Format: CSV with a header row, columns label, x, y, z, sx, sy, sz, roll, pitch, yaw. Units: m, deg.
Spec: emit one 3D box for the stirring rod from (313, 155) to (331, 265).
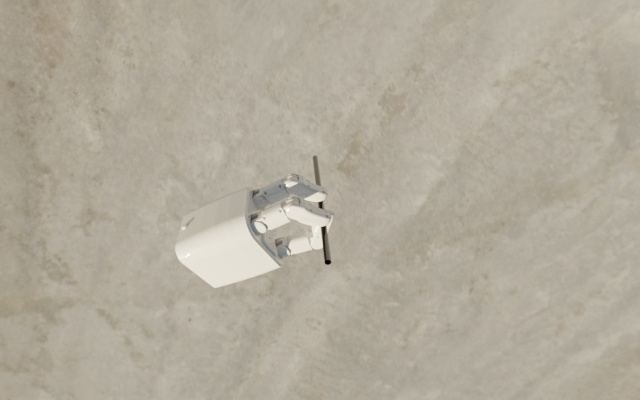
label,x,y,z,sx,sy,sz,roll,pitch,yaw
stirring rod,0.000,0.002,0.647,0.011,0.011,0.239,0,35,-5
